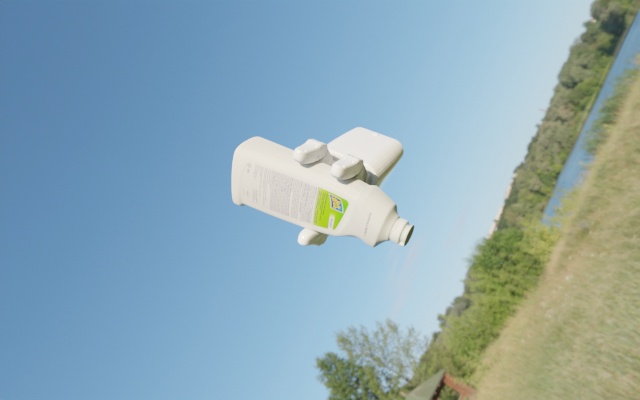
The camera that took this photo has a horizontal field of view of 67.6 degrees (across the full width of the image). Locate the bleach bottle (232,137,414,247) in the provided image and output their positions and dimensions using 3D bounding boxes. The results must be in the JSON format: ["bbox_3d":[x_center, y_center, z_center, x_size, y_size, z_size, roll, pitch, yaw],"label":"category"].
[{"bbox_3d":[0.000,0.002,0.627,0.251,0.103,0.068,24,38,22],"label":"bleach bottle"}]
